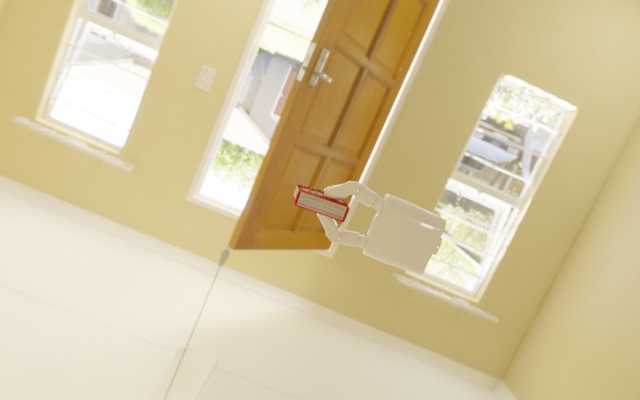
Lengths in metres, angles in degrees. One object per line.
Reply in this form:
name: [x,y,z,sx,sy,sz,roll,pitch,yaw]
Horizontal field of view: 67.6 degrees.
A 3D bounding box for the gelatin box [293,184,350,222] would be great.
gelatin box: [0.000,0.003,0.810,0.089,0.030,0.073,18,8,-8]
